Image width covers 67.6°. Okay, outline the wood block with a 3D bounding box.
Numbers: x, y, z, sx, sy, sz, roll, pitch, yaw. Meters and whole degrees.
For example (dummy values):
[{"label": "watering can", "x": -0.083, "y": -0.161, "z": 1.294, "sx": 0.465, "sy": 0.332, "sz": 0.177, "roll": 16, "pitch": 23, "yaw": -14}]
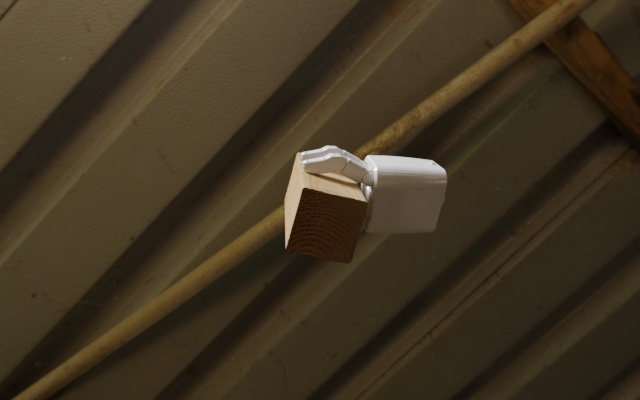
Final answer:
[{"label": "wood block", "x": 0.000, "y": 0.003, "z": 0.704, "sx": 0.090, "sy": 0.091, "sz": 0.206, "roll": 13, "pitch": 16, "yaw": -8}]
